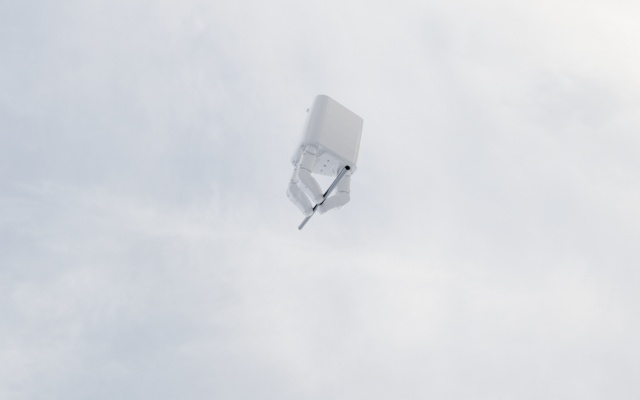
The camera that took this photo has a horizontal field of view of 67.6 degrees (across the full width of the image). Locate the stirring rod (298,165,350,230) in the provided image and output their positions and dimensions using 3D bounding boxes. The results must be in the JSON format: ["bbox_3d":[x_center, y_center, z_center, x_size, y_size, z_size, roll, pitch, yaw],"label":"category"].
[{"bbox_3d":[0.000,0.002,0.767,0.011,0.011,0.240,0,-23,-20],"label":"stirring rod"}]
